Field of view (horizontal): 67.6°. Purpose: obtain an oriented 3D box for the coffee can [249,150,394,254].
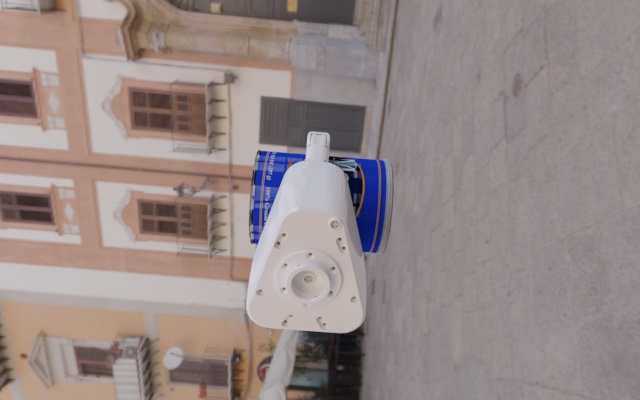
[{"bbox_3d":[0.000,0.002,0.515,0.140,0.103,0.103,4,0,-1],"label":"coffee can"}]
